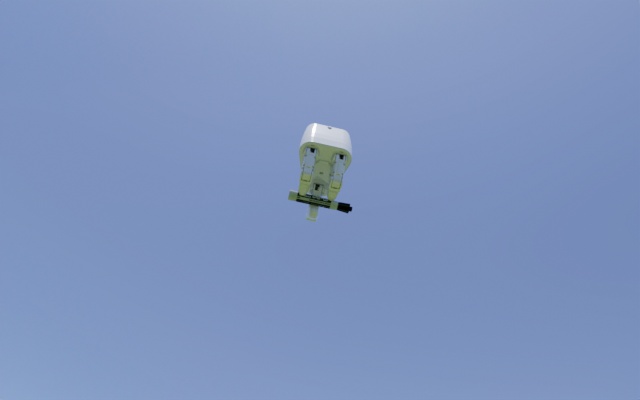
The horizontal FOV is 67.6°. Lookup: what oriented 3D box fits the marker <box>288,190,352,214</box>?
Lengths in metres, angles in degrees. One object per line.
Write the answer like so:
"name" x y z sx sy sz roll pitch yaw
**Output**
"marker" 0.000 0.003 0.888 0.121 0.020 0.020 13 -1 -4
